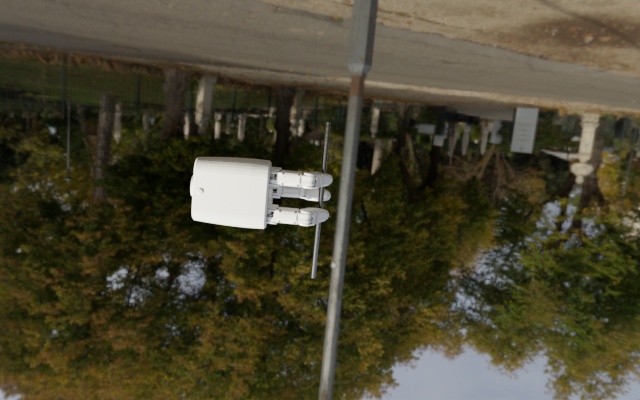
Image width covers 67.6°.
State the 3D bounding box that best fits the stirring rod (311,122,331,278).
[{"bbox_3d":[0.000,0.002,0.729,0.011,0.239,0.011,5,9,-1],"label":"stirring rod"}]
